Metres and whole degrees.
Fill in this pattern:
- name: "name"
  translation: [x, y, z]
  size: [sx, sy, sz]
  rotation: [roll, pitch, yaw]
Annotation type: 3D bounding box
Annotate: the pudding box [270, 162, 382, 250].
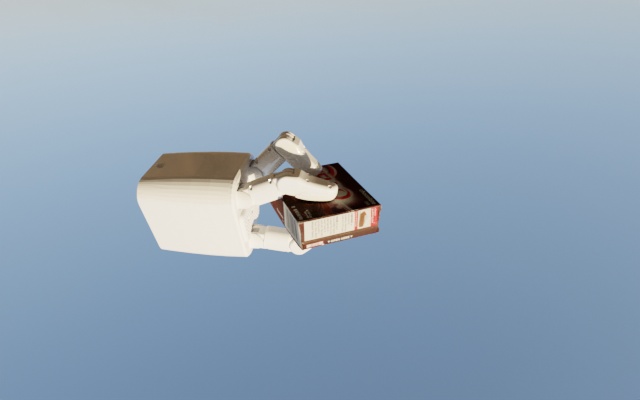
- name: "pudding box"
  translation: [0.000, 0.002, 0.515]
  size: [0.090, 0.039, 0.113]
  rotation: [-12, 34, -18]
